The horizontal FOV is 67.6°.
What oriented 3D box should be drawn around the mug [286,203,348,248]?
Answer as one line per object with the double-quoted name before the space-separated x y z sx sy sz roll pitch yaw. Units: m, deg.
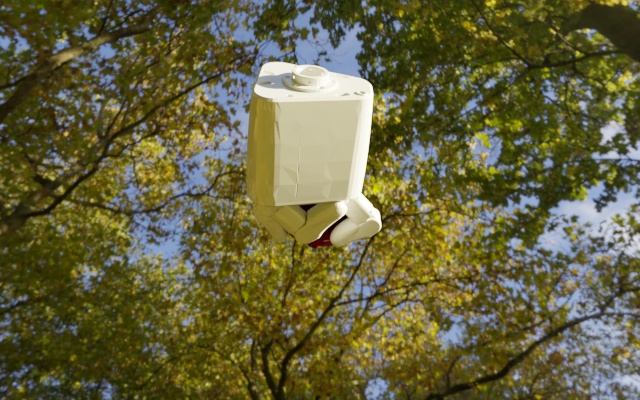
"mug" 0.000 0.003 0.561 0.093 0.117 0.081 5 36 -3
